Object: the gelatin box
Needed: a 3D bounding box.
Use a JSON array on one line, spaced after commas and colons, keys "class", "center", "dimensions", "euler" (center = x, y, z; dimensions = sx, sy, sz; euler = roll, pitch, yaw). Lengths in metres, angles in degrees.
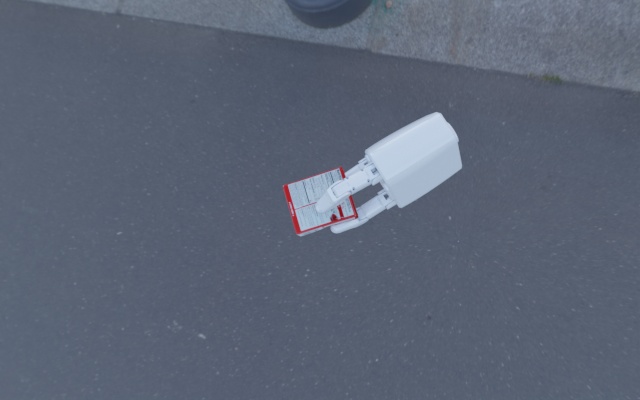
[{"class": "gelatin box", "center": [0.000, 0.002, 0.665], "dimensions": [0.089, 0.073, 0.030], "euler": [-18, -12, 4]}]
